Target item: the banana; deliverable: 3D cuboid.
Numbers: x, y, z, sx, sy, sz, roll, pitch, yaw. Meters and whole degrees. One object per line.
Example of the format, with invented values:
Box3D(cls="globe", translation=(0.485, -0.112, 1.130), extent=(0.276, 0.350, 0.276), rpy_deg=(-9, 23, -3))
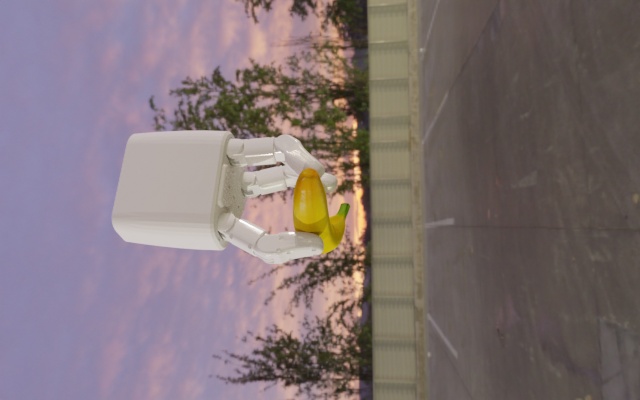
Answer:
Box3D(cls="banana", translation=(-0.001, 0.021, 0.494), extent=(0.037, 0.069, 0.198), rpy_deg=(5, -8, 11))
